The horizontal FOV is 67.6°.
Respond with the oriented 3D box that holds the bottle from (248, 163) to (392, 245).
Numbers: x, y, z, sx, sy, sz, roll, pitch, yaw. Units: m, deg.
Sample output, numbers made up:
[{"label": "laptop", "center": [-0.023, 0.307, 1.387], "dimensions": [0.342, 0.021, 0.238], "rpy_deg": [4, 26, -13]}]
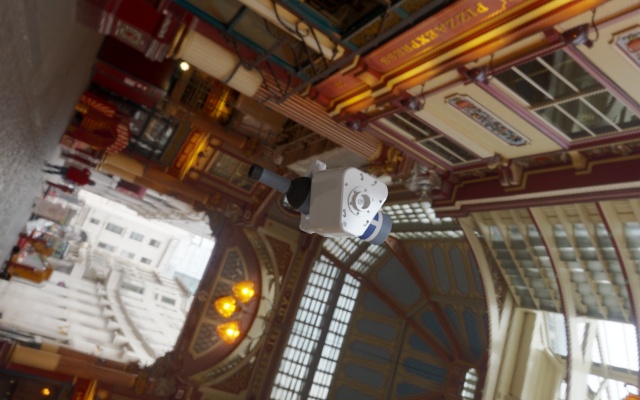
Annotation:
[{"label": "bottle", "center": [0.000, 0.003, 0.896], "dimensions": [0.296, 0.069, 0.069], "rpy_deg": [25, -11, -25]}]
